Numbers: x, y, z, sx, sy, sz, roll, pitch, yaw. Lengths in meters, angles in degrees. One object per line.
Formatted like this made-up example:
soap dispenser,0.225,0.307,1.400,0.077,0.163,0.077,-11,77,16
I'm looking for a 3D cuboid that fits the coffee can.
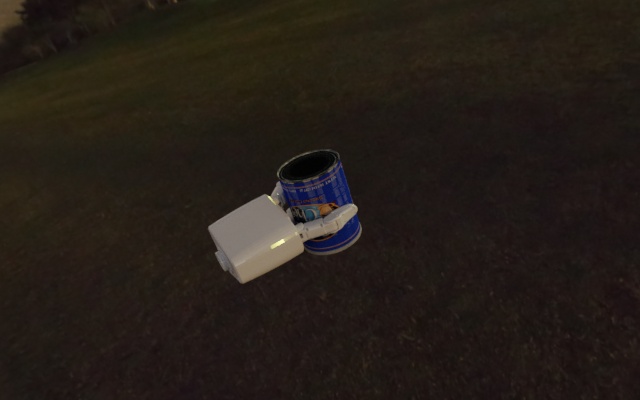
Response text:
coffee can,0.000,0.003,0.774,0.103,0.140,0.102,-15,28,8
